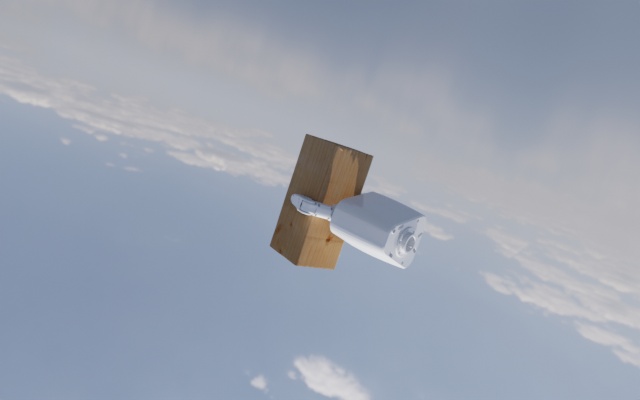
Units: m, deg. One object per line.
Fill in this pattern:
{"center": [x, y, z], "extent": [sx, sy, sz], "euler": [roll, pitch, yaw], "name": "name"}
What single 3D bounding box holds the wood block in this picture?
{"center": [0.000, 0.003, 0.813], "extent": [0.091, 0.206, 0.090], "euler": [12, 10, -39], "name": "wood block"}
